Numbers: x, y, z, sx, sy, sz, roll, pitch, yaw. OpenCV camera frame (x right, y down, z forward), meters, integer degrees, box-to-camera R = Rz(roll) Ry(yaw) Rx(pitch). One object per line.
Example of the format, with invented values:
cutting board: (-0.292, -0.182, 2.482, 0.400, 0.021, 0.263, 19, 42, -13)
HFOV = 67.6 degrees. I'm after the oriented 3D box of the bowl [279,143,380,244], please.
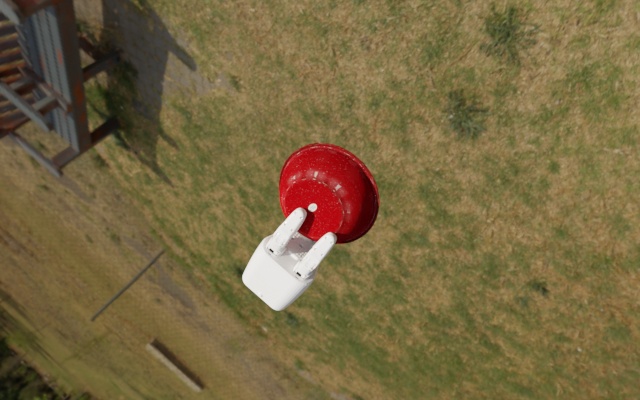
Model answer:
bowl: (0.000, 0.001, 0.686, 0.162, 0.162, 0.055, 0, 23, 25)
